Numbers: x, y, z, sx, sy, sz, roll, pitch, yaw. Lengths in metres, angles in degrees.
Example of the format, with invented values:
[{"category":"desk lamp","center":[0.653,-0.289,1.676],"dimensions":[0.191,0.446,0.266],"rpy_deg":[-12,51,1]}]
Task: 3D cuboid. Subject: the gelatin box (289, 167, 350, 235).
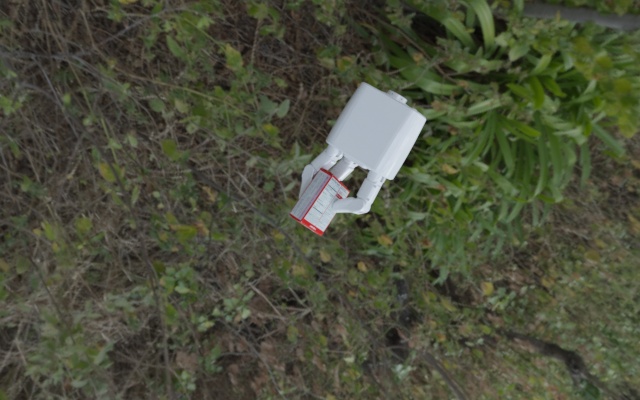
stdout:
[{"category":"gelatin box","center":[0.000,0.003,0.744],"dimensions":[0.030,0.089,0.073],"rpy_deg":[31,-4,32]}]
